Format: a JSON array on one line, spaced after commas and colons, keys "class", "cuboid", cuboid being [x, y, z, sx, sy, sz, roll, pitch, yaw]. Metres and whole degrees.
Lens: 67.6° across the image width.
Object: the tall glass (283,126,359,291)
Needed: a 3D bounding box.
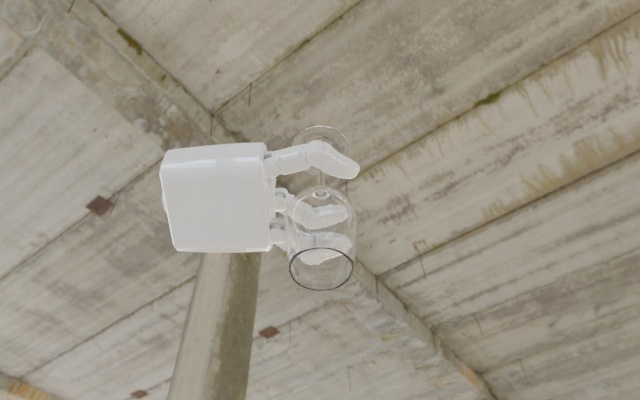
[{"class": "tall glass", "cuboid": [0.000, 0.001, 0.525, 0.079, 0.079, 0.200, 0, 40, -1]}]
